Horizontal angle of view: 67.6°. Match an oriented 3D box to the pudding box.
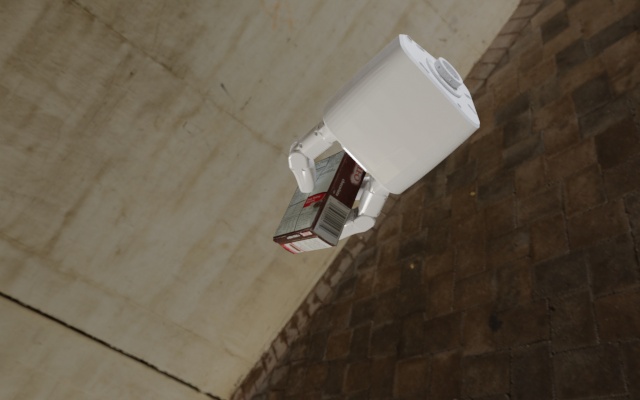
[{"bbox_3d":[0.000,0.002,0.548,0.039,0.113,0.090,37,-28,-21],"label":"pudding box"}]
